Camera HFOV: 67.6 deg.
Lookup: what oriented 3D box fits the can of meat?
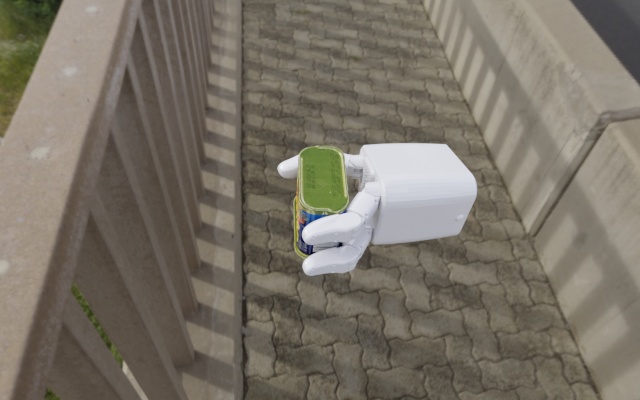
[{"bbox_3d":[0.000,0.001,0.531,0.057,0.102,0.084,1,-41,-5],"label":"can of meat"}]
